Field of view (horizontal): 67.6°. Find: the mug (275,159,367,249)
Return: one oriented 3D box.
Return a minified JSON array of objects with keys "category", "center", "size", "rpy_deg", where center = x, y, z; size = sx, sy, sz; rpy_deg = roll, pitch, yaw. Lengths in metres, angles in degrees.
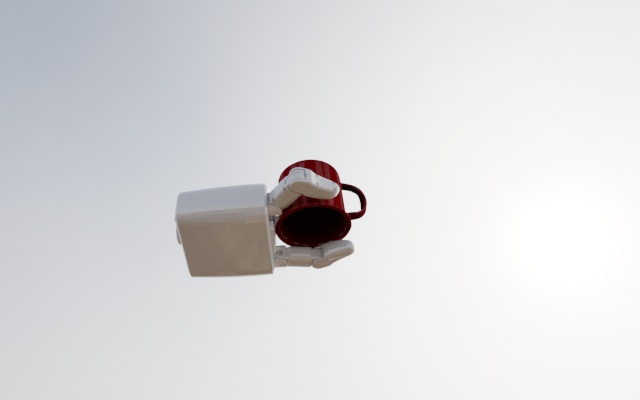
[{"category":"mug","center":[0.002,0.002,0.602],"size":[0.117,0.081,0.093],"rpy_deg":[-4,-39,-3]}]
